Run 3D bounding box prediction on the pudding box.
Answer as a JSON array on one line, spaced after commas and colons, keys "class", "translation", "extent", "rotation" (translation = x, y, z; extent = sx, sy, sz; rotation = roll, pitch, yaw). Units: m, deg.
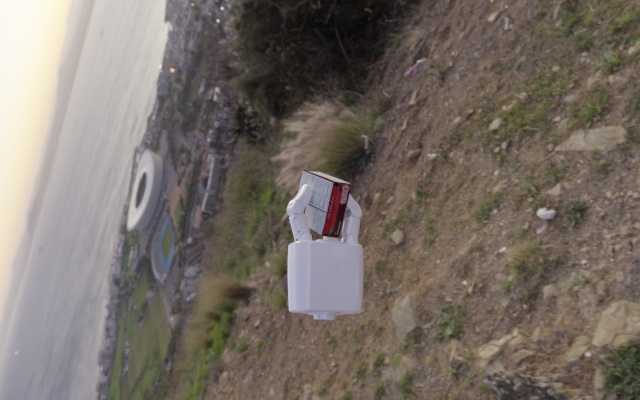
[{"class": "pudding box", "translation": [0.000, 0.003, 0.784], "extent": [0.039, 0.090, 0.113], "rotation": [9, 9, -33]}]
